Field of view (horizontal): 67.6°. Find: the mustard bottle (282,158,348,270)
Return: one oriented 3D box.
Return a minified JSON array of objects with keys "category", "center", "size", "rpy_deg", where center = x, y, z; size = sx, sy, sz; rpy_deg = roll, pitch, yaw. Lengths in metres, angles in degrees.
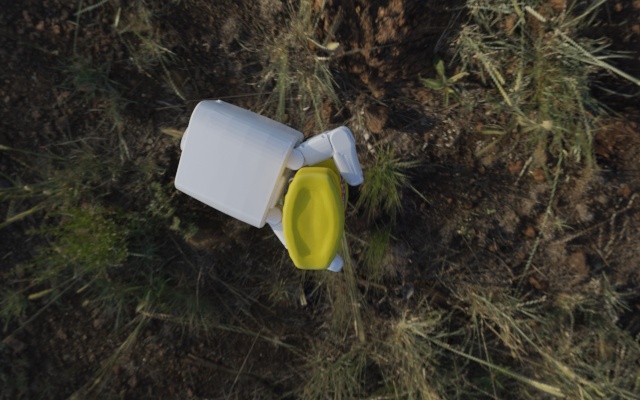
[{"category":"mustard bottle","center":[0.000,0.002,0.531],"size":[0.058,0.096,0.191],"rpy_deg":[0,12,5]}]
